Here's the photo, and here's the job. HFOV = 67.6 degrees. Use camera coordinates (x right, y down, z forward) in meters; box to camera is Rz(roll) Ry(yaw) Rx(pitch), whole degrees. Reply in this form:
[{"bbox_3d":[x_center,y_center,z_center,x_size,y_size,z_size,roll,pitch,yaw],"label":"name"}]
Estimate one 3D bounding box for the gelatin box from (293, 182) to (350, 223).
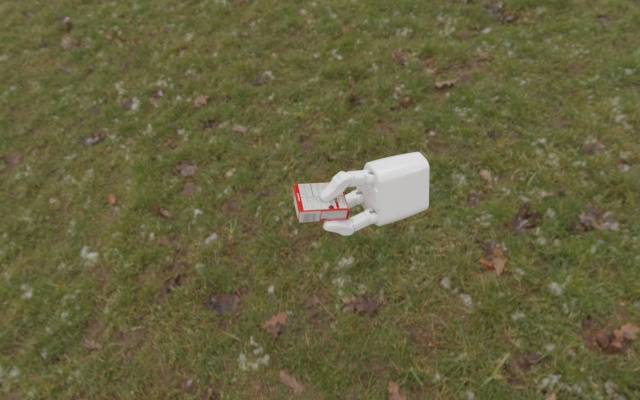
[{"bbox_3d":[0.000,0.002,0.837,0.089,0.030,0.073,-3,43,-11],"label":"gelatin box"}]
